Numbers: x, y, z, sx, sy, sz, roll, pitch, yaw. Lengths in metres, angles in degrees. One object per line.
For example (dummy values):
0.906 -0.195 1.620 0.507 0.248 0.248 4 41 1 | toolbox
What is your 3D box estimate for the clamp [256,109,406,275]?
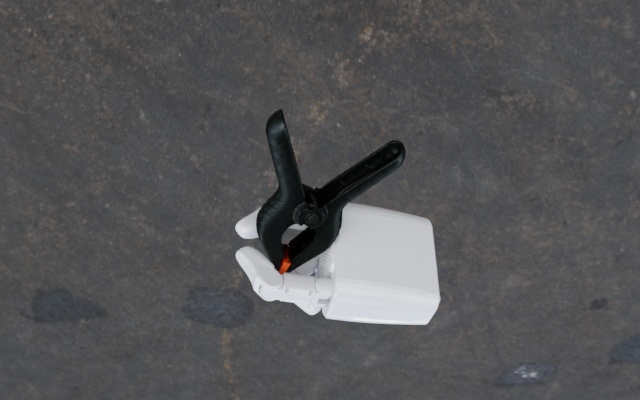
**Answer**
0.000 0.002 0.426 0.120 0.172 0.039 8 41 -11 | clamp
